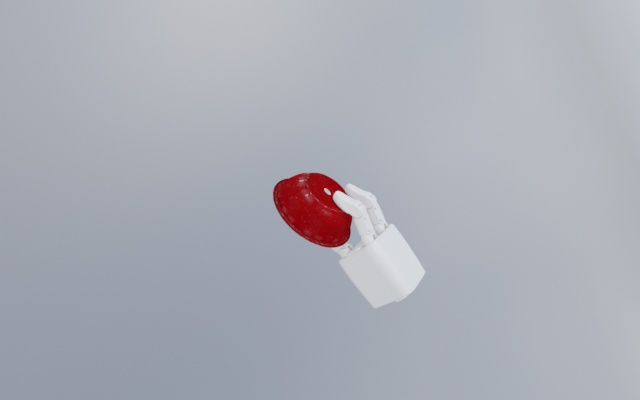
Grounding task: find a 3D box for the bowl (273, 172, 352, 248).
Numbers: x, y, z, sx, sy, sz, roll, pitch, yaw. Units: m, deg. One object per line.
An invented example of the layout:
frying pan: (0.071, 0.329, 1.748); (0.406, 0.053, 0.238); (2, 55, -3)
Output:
bowl: (-0.001, 0.002, 0.830); (0.162, 0.162, 0.055); (0, -42, -45)
